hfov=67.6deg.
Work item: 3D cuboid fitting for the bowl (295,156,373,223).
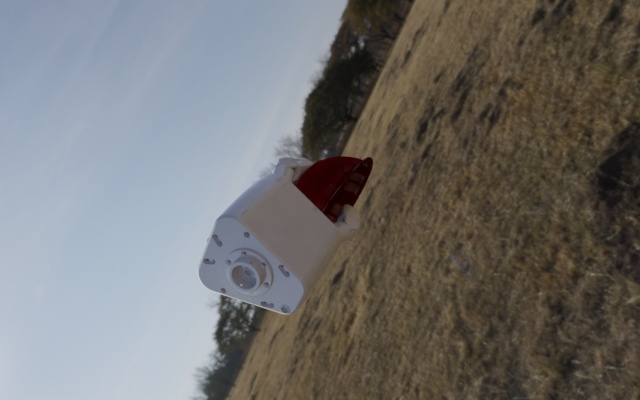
[{"bbox_3d":[0.000,0.002,0.603,0.055,0.162,0.162,34,8,13],"label":"bowl"}]
